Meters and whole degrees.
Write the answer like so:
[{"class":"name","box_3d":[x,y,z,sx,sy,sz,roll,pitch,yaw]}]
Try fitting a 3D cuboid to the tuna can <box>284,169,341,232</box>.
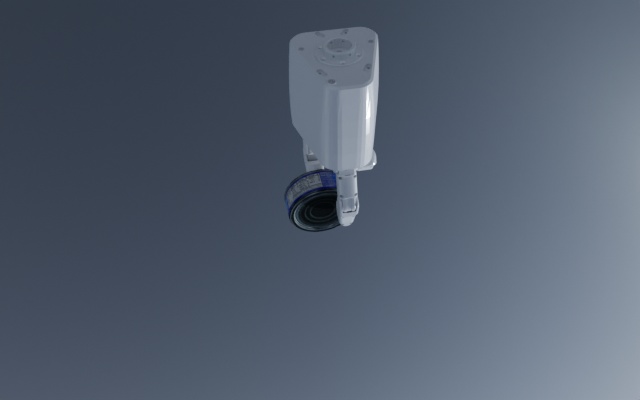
[{"class":"tuna can","box_3d":[0.000,0.002,0.590,0.086,0.033,0.086,-10,-37,-8]}]
